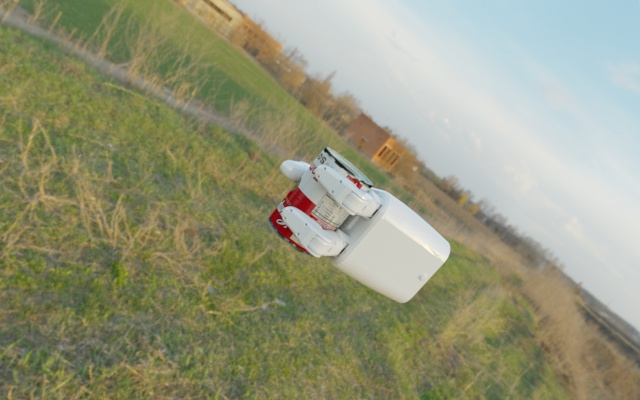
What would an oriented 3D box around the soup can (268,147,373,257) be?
[{"bbox_3d":[0.000,0.001,0.520,0.068,0.102,0.068,38,11,-9],"label":"soup can"}]
